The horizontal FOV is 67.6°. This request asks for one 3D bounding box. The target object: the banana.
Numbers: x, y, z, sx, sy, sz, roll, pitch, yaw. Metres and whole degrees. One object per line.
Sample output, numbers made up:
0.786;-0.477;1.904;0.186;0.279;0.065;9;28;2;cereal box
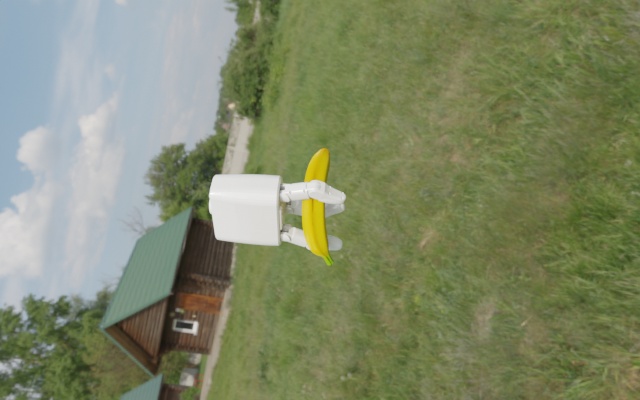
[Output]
-0.005;0.001;0.760;0.037;0.197;0.070;-5;-16;16;banana
